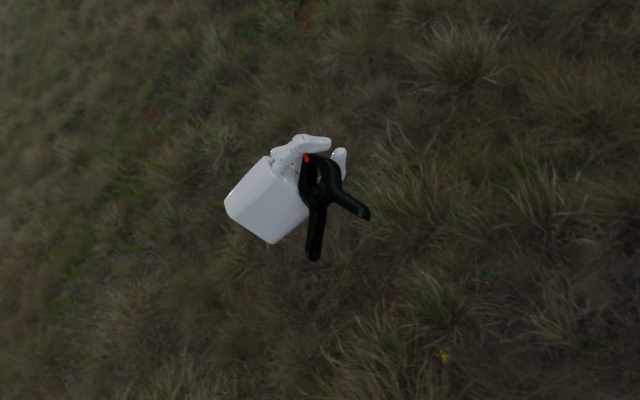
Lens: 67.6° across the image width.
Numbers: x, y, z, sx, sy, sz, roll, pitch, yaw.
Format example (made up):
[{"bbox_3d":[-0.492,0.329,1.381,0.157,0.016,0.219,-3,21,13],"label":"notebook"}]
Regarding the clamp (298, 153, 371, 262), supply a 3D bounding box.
[{"bbox_3d":[0.000,0.002,0.702,0.120,0.171,0.039,-43,-45,18],"label":"clamp"}]
